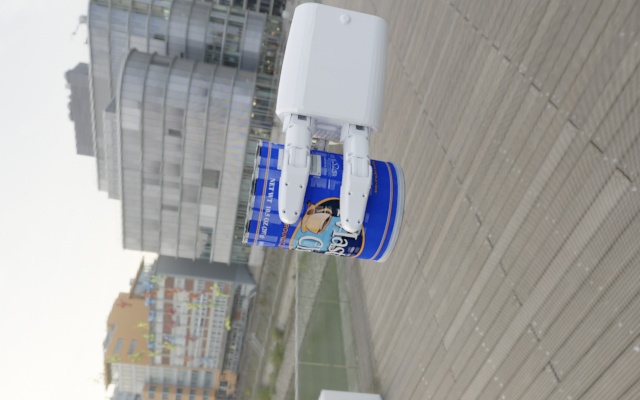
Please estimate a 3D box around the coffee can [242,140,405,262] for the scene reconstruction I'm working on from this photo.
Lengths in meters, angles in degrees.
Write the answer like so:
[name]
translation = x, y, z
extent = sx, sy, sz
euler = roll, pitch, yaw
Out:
[coffee can]
translation = 0.000, 0.002, 0.474
extent = 0.140, 0.103, 0.103
euler = 9, -1, -9
